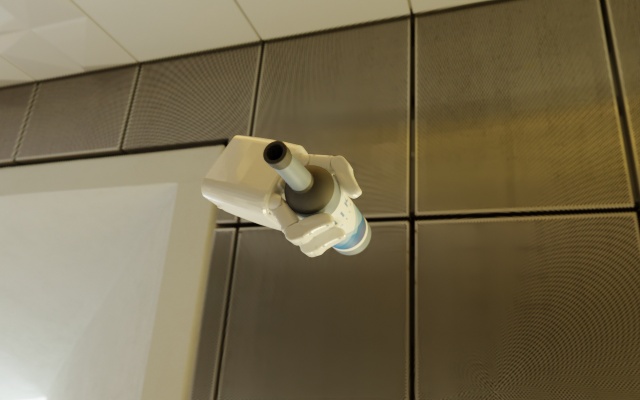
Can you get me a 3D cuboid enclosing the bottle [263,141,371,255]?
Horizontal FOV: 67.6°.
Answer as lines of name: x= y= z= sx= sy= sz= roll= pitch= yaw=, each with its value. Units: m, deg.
bottle: x=0.000 y=0.002 z=0.621 sx=0.069 sy=0.069 sz=0.296 roll=0 pitch=-21 yaw=20
